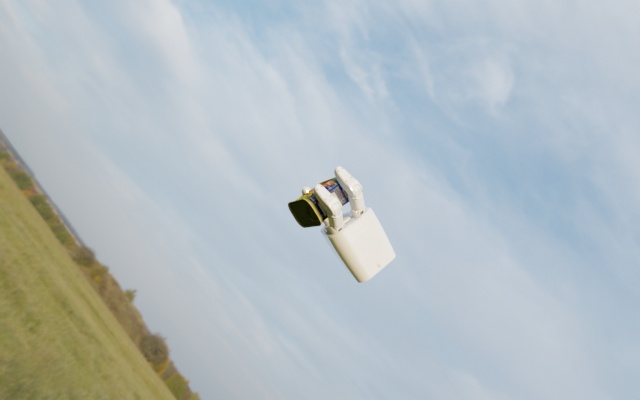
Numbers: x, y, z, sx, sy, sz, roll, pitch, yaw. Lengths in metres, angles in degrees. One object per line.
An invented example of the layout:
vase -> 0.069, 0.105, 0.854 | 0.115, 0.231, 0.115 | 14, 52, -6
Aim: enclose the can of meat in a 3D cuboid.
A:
can of meat -> 0.000, 0.003, 0.881 | 0.084, 0.057, 0.102 | -35, 9, -24
